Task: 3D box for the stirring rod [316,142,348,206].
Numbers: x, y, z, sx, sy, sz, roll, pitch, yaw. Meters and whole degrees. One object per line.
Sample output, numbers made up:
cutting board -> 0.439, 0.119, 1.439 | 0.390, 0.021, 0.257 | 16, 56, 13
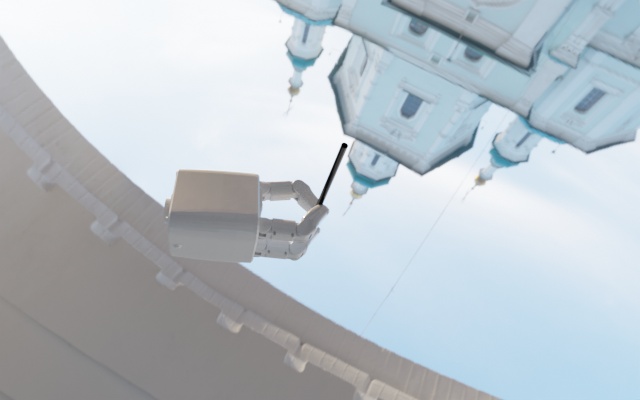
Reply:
stirring rod -> 0.000, 0.002, 0.612 | 0.011, 0.011, 0.240 | 0, -31, -14
